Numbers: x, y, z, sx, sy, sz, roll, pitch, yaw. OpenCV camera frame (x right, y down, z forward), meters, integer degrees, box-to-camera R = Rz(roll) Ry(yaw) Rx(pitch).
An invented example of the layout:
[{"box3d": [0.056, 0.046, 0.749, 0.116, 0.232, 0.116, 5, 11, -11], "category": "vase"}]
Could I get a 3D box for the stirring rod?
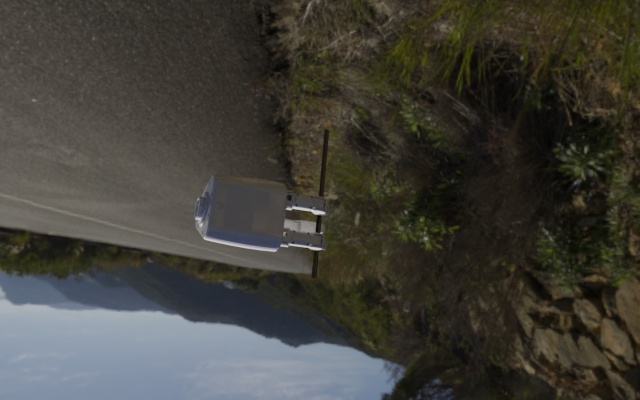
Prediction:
[{"box3d": [0.000, 0.002, 0.759, 0.011, 0.239, 0.011, 5, -11, 1], "category": "stirring rod"}]
